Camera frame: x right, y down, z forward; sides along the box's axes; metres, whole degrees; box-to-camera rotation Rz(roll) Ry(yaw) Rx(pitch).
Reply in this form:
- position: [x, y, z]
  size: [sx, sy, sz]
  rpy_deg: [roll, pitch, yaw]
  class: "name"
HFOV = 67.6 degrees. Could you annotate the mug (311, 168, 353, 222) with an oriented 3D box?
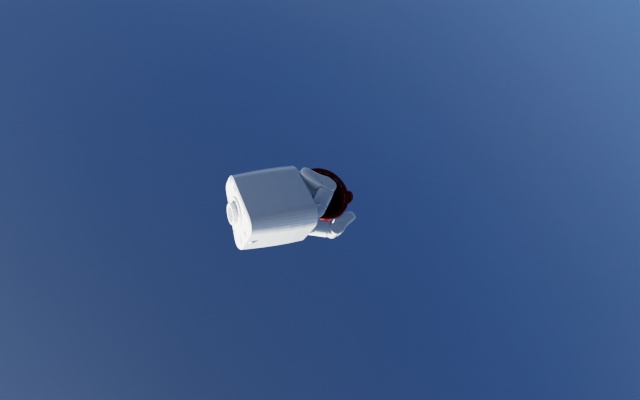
- position: [0.001, 0.003, 0.823]
  size: [0.117, 0.093, 0.081]
  rpy_deg: [-9, -21, -27]
  class: "mug"
